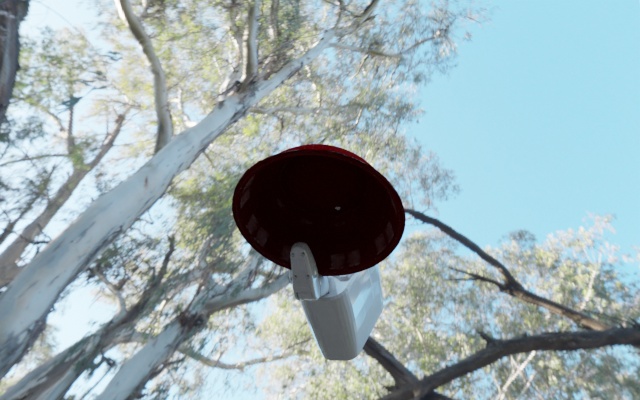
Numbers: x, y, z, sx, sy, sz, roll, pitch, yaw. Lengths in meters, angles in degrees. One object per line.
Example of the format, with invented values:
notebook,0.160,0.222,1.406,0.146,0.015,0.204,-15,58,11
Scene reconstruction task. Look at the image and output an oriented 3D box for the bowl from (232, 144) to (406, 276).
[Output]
bowl,0.000,0.000,0.460,0.162,0.162,0.055,0,42,10
